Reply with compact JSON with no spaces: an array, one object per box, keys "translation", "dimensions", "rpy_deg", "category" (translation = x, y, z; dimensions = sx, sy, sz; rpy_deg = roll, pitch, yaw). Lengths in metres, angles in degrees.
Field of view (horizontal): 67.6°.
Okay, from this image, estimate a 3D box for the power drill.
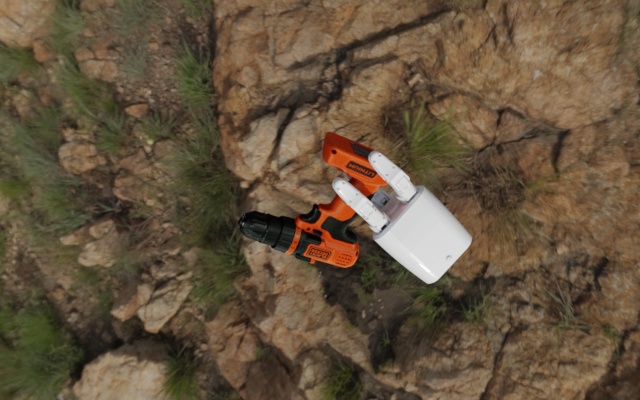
[{"translation":[0.001,0.002,0.659],"dimensions":[0.184,0.188,0.057],"rpy_deg":[18,30,-23],"category":"power drill"}]
